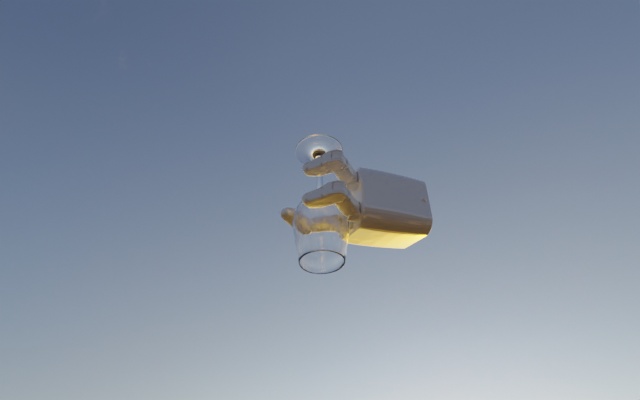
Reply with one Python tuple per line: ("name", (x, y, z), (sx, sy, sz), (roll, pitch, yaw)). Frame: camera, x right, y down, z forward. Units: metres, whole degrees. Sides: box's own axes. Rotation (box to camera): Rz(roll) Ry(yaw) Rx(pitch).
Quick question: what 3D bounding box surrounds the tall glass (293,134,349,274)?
("tall glass", (0.000, 0.002, 0.681), (0.079, 0.200, 0.079), (-1, -38, -1))
